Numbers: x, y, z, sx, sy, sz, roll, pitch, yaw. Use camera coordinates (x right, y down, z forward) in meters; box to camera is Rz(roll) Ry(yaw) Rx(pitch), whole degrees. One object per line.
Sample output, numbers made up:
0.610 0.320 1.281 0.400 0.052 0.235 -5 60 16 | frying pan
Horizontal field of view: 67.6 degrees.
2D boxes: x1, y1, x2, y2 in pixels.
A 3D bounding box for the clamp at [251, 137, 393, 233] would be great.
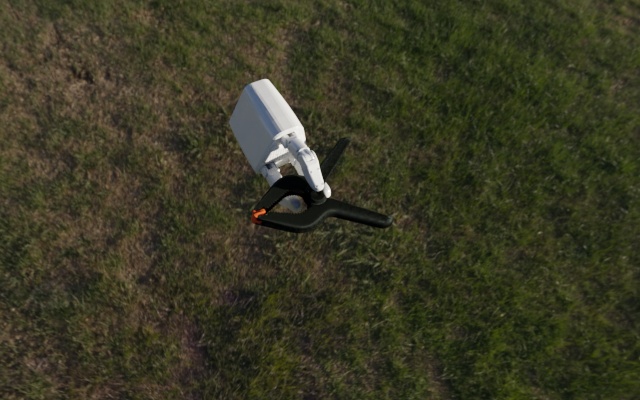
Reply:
0.000 0.002 0.723 0.210 0.164 0.036 -25 -18 -23 | clamp
